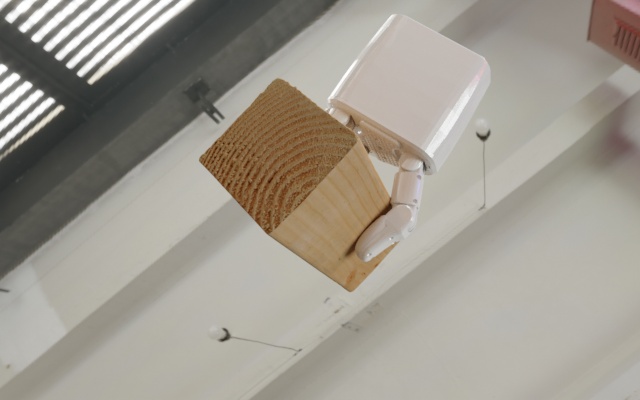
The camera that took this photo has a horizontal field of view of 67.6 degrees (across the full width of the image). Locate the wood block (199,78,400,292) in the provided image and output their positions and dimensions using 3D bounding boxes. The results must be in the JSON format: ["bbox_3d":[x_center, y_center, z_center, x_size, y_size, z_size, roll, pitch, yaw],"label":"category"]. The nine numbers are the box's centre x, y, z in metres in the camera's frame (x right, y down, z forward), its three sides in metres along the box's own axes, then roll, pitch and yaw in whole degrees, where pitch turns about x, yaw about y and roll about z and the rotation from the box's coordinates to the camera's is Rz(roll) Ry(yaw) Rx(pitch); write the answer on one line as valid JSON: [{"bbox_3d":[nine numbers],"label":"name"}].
[{"bbox_3d":[0.001,0.001,0.420,0.090,0.090,0.206,42,-3,28],"label":"wood block"}]
